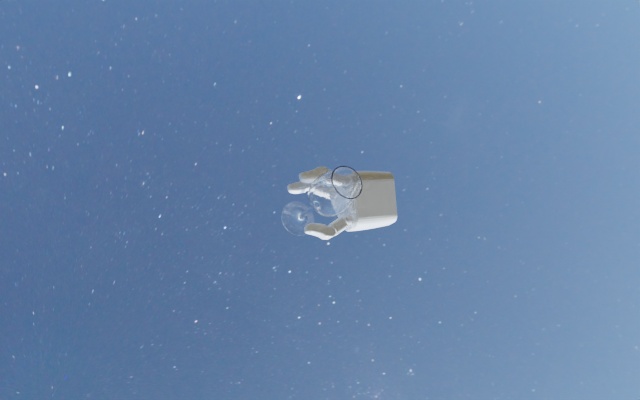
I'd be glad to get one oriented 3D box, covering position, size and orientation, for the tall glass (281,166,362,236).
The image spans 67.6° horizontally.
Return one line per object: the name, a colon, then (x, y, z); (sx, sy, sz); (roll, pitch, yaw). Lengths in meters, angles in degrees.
tall glass: (0.000, 0.003, 0.894); (0.079, 0.079, 0.201); (0, -20, -29)
